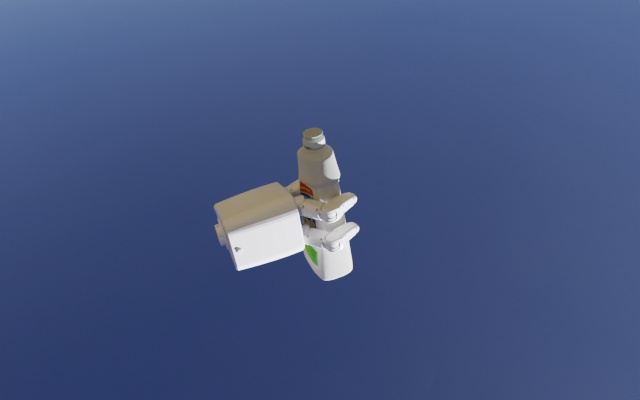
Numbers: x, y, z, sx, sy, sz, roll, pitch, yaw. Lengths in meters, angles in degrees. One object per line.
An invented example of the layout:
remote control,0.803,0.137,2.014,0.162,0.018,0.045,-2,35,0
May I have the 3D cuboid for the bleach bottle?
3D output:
bleach bottle,0.000,0.002,0.740,0.068,0.251,0.102,-18,37,-14
